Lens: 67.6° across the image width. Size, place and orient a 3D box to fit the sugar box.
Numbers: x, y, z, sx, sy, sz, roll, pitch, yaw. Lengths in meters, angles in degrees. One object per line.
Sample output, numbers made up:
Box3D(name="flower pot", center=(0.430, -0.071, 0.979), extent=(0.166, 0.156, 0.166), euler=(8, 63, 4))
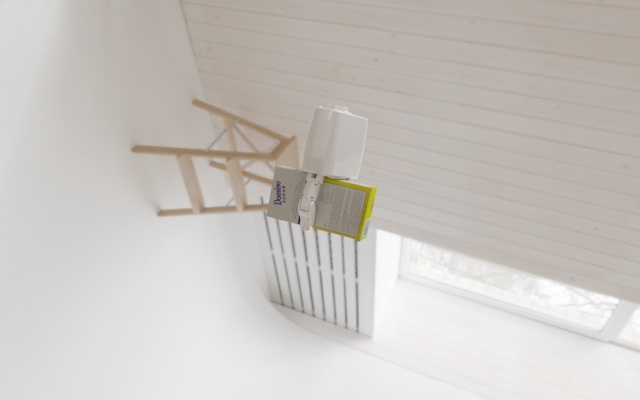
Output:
Box3D(name="sugar box", center=(0.000, 0.003, 0.820), extent=(0.176, 0.093, 0.048), euler=(15, 9, 20))
